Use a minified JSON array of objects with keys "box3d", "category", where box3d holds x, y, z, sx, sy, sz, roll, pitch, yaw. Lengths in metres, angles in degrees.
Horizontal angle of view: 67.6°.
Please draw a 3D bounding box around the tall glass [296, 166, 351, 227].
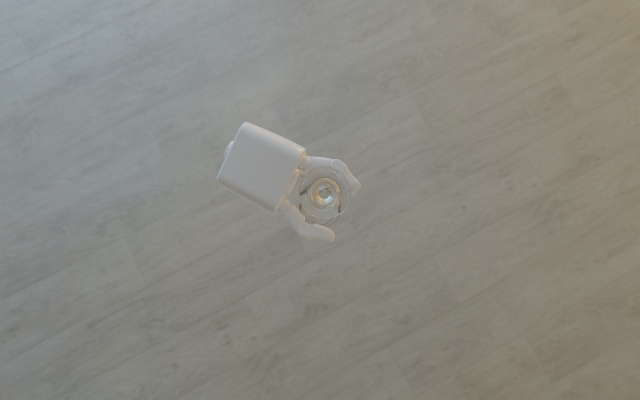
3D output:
[{"box3d":[0.000,0.003,0.766,0.079,0.079,0.201,0,-8,-3],"category":"tall glass"}]
